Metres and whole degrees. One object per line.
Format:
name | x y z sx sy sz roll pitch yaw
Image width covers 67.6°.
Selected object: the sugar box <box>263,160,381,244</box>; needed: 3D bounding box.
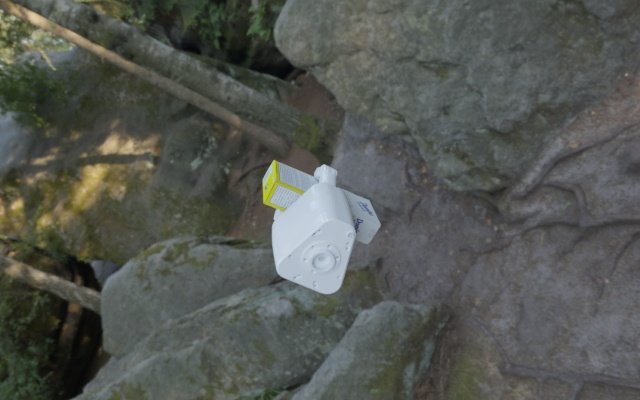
sugar box | 0.000 0.003 0.731 0.176 0.048 0.093 25 20 -17
